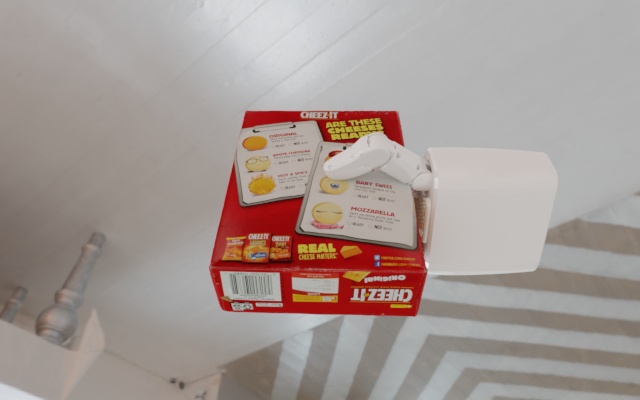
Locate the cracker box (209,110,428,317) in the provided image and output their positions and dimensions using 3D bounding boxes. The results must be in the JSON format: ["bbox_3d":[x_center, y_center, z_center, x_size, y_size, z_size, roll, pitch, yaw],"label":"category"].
[{"bbox_3d":[0.000,0.001,0.446,0.164,0.072,0.213,1,43,0],"label":"cracker box"}]
